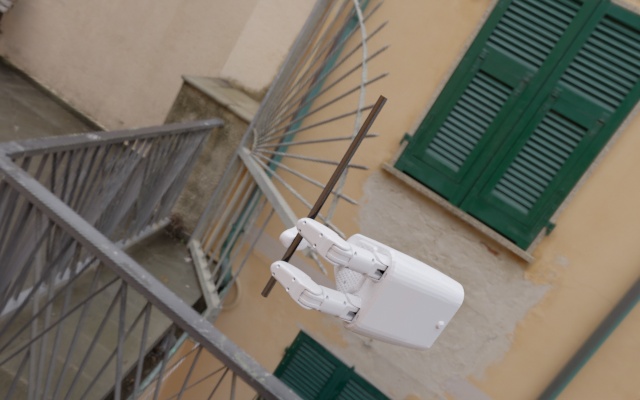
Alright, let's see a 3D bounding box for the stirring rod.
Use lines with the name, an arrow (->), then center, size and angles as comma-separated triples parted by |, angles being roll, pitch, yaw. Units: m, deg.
stirring rod -> 0.000, 0.002, 0.482 | 0.011, 0.239, 0.011 | 29, 14, -8
